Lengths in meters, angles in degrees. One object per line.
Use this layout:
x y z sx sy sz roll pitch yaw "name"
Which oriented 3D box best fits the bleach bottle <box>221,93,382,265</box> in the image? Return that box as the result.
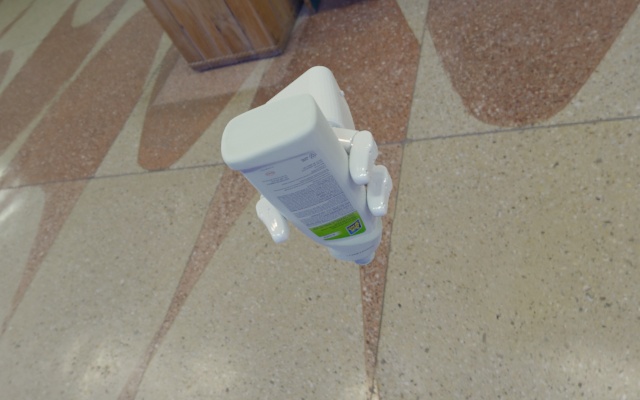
0.000 0.002 0.526 0.102 0.068 0.251 -18 -42 15 "bleach bottle"
